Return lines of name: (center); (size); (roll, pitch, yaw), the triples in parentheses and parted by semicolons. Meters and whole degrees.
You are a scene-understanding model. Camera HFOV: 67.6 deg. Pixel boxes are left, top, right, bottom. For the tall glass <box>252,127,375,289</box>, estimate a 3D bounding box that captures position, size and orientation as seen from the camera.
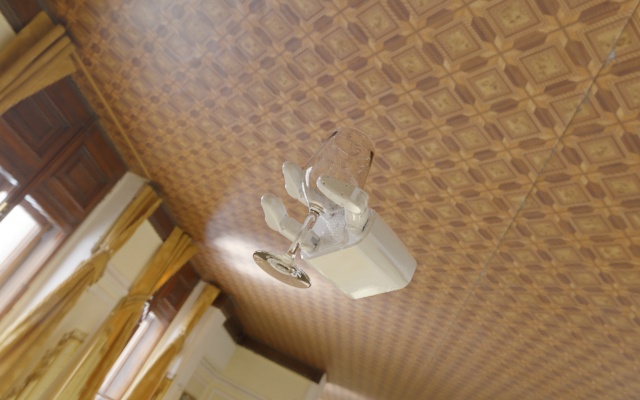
tall glass: (0.000, 0.002, 0.578); (0.079, 0.201, 0.079); (23, -28, 13)
